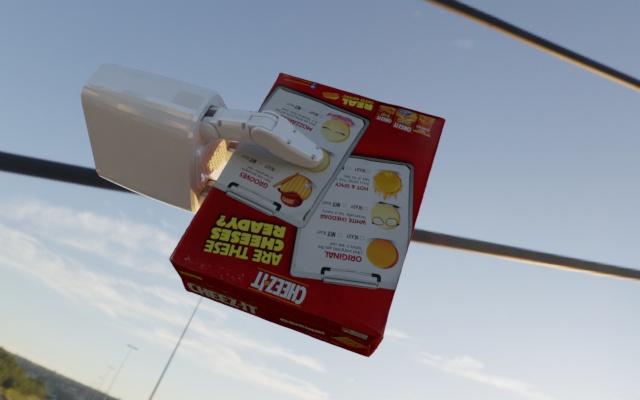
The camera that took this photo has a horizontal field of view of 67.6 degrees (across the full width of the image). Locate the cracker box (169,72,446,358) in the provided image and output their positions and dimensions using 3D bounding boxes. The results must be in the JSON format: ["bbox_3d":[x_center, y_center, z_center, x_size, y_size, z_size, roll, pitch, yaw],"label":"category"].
[{"bbox_3d":[0.000,0.001,0.413,0.164,0.213,0.072,18,-31,9],"label":"cracker box"}]
